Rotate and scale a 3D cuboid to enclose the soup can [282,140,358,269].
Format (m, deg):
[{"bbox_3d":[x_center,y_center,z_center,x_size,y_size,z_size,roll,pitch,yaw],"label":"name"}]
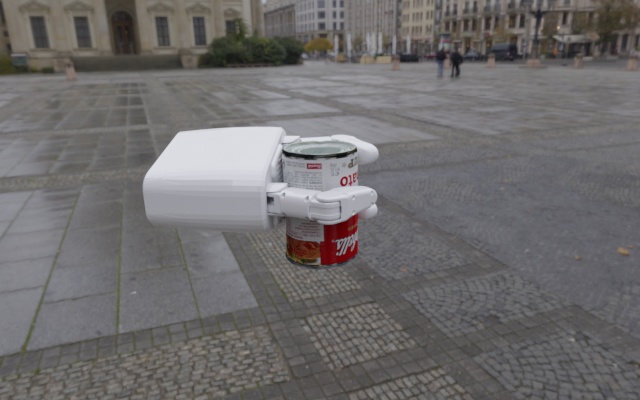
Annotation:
[{"bbox_3d":[0.001,0.001,0.431,0.068,0.102,0.068,-1,18,0],"label":"soup can"}]
